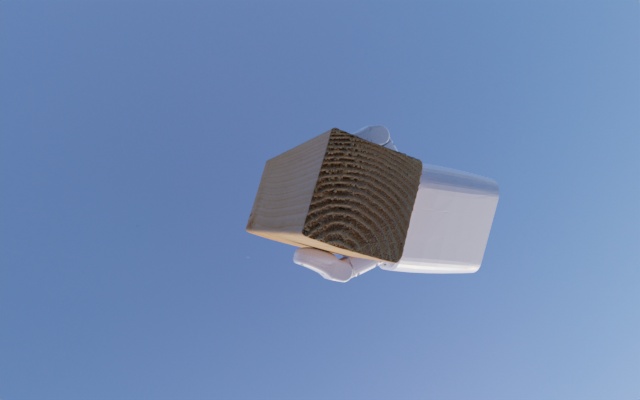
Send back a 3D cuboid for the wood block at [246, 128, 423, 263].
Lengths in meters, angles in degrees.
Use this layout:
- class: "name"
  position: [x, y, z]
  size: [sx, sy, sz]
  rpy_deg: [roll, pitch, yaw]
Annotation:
- class: "wood block"
  position: [0.000, 0.002, 0.473]
  size: [0.090, 0.091, 0.206]
  rpy_deg: [18, -9, -19]
